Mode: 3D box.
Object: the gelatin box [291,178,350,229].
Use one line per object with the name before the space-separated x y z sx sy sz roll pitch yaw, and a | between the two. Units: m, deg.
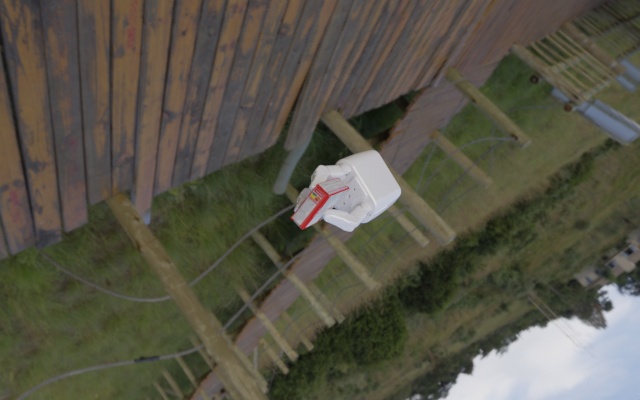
gelatin box | 0.000 0.003 0.757 0.030 0.073 0.089 44 24 10
